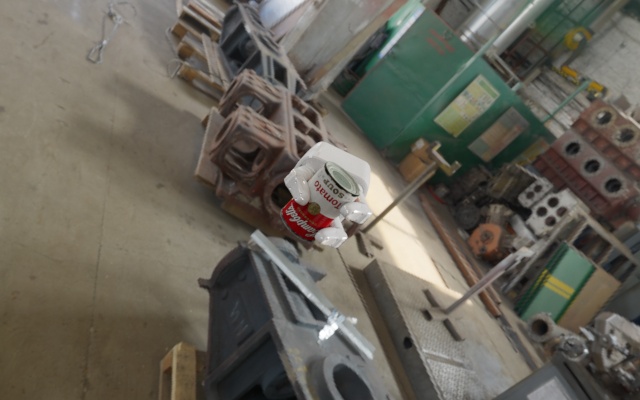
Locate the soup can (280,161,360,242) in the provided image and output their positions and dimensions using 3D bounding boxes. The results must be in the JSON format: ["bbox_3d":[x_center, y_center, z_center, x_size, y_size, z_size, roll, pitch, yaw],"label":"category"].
[{"bbox_3d":[0.000,0.002,0.685,0.102,0.068,0.068,-46,-21,22],"label":"soup can"}]
